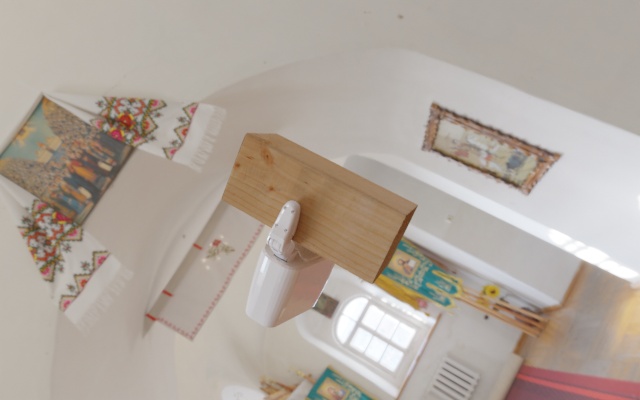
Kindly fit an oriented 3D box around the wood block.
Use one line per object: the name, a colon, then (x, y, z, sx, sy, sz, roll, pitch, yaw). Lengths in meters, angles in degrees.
wood block: (0.000, 0.002, 0.575, 0.206, 0.090, 0.091, 28, 16, 14)
